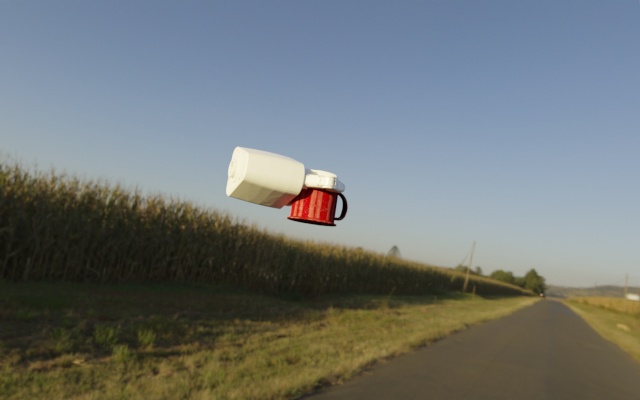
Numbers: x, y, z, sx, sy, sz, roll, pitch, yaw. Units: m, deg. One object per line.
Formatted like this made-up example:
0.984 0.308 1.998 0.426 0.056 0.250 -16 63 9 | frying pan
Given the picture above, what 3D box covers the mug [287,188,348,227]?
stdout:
0.001 0.003 0.884 0.117 0.081 0.093 12 -8 -26 | mug
